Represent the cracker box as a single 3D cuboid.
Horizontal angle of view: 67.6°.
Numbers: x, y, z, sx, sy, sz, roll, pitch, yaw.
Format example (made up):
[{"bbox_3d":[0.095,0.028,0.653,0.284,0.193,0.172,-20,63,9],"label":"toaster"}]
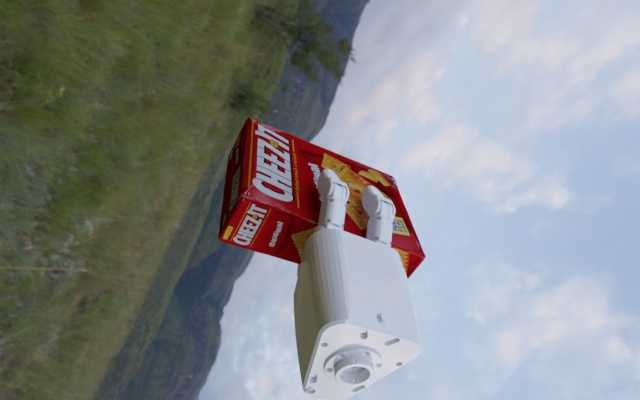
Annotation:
[{"bbox_3d":[0.000,0.002,0.555,0.214,0.072,0.164,20,32,-20],"label":"cracker box"}]
